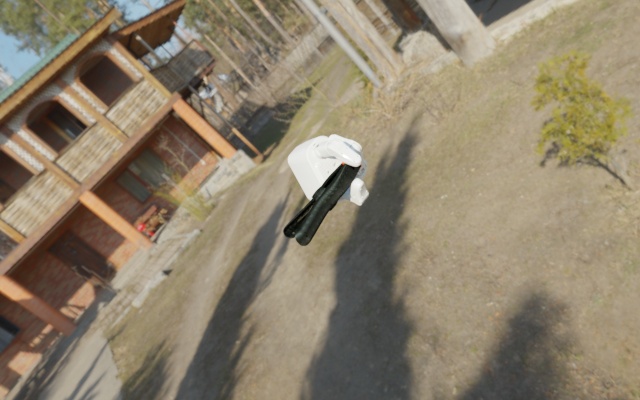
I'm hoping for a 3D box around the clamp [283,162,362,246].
[{"bbox_3d":[0.000,0.002,0.773,0.039,0.171,0.120,44,-18,-17],"label":"clamp"}]
